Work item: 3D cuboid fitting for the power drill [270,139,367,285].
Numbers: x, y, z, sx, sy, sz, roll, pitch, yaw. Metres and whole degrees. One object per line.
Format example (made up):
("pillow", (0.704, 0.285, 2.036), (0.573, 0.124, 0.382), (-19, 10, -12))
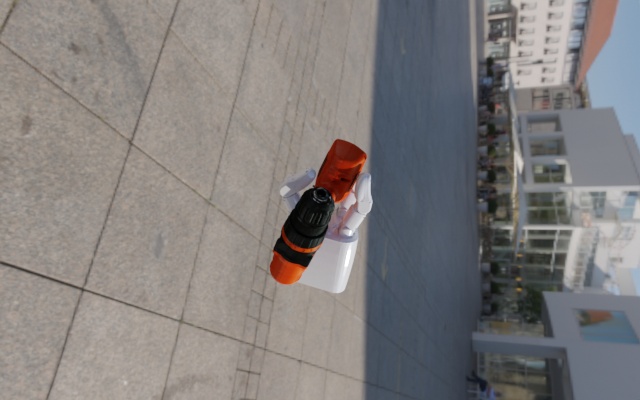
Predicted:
("power drill", (0.000, 0.002, 0.631), (0.057, 0.187, 0.184), (30, -41, 2))
